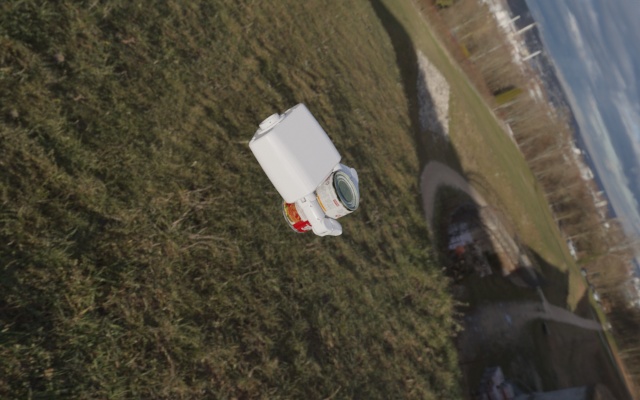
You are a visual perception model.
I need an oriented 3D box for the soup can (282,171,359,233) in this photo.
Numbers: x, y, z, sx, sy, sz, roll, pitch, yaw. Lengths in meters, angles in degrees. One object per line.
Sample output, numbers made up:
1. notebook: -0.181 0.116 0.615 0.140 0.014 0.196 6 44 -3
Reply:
1. soup can: 0.001 0.003 0.747 0.102 0.068 0.068 -24 -13 29
